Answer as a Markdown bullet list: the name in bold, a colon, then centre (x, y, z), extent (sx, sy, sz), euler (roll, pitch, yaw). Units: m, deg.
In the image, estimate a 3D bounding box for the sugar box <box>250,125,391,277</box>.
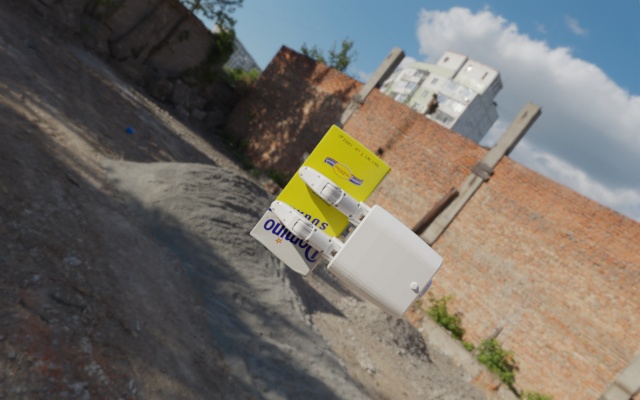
- **sugar box**: centre (0.000, 0.002, 0.609), extent (0.093, 0.176, 0.048), euler (38, 2, 6)
